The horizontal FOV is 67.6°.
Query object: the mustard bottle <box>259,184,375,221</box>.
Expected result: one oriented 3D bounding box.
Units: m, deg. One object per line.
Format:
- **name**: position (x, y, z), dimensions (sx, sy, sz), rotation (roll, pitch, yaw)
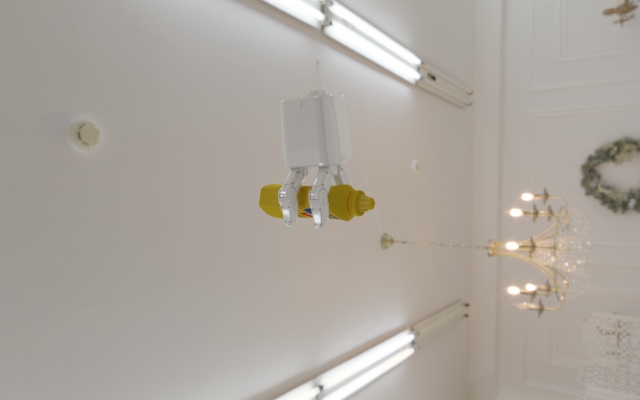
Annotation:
- **mustard bottle**: position (0.000, 0.003, 0.778), dimensions (0.191, 0.058, 0.096), rotation (1, -12, 34)
